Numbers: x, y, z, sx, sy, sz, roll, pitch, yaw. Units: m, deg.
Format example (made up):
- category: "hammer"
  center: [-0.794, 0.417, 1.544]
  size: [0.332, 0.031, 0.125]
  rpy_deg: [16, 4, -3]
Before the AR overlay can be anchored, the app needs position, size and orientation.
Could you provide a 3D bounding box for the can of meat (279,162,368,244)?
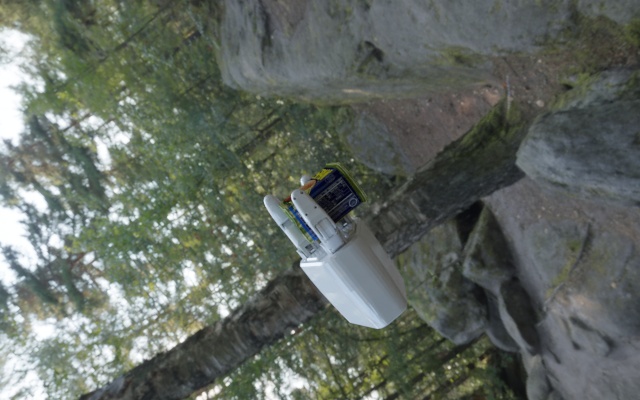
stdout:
- category: "can of meat"
  center: [0.000, 0.002, 0.577]
  size: [0.084, 0.057, 0.102]
  rpy_deg: [-39, 9, -5]
